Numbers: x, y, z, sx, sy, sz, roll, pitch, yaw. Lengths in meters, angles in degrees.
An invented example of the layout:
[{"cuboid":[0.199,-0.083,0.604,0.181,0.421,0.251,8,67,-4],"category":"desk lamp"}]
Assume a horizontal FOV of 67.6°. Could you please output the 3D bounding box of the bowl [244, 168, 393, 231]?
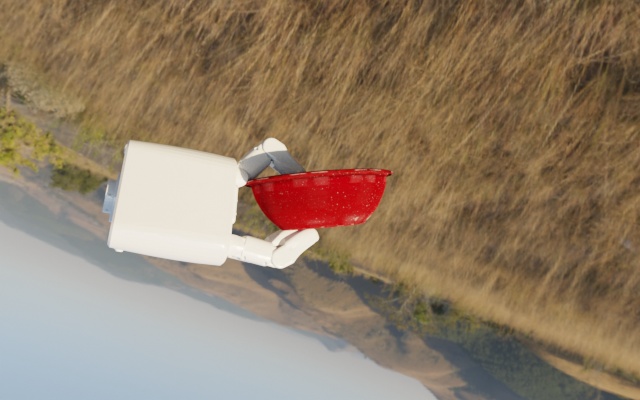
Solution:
[{"cuboid":[0.001,0.002,0.522,0.162,0.055,0.162,-5,-2,0],"category":"bowl"}]
